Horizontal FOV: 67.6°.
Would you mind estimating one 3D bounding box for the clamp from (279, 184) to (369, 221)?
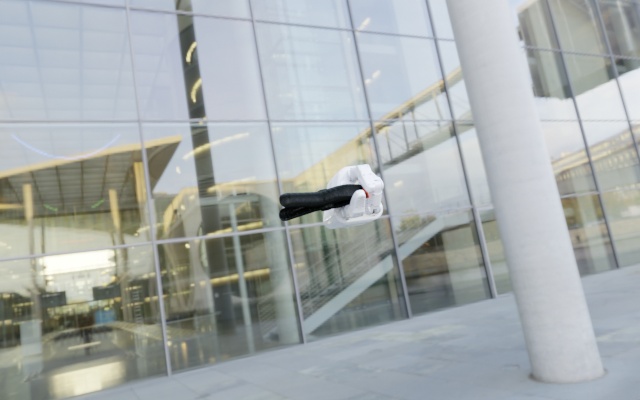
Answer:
[{"bbox_3d":[0.000,0.002,0.872,0.171,0.039,0.120,-7,-10,-16],"label":"clamp"}]
